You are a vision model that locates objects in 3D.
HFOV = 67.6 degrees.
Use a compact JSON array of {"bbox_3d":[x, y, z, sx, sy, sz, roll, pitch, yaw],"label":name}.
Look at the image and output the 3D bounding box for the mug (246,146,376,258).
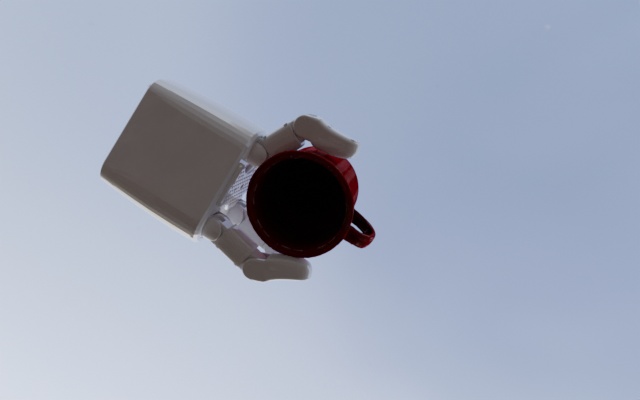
[{"bbox_3d":[0.001,0.002,0.434,0.117,0.093,0.081,32,18,3],"label":"mug"}]
